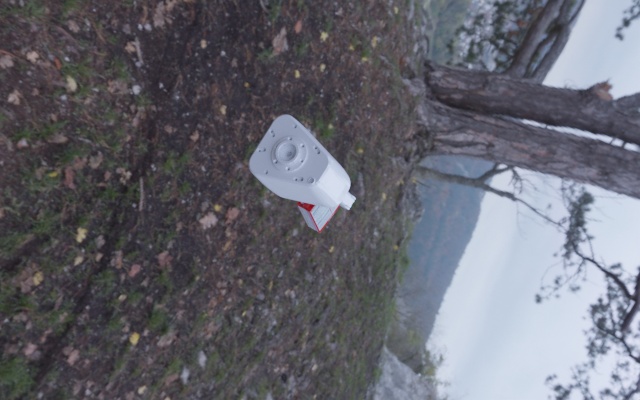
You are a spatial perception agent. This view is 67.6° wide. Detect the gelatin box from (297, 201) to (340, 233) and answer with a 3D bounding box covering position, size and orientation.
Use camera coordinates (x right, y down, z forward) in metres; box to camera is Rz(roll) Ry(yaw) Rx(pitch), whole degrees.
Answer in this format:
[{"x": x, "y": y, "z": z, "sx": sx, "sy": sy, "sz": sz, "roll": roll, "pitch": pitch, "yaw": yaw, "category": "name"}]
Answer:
[{"x": 0.001, "y": 0.003, "z": 0.796, "sx": 0.030, "sy": 0.073, "sz": 0.089, "roll": 29, "pitch": -18, "yaw": 25, "category": "gelatin box"}]
